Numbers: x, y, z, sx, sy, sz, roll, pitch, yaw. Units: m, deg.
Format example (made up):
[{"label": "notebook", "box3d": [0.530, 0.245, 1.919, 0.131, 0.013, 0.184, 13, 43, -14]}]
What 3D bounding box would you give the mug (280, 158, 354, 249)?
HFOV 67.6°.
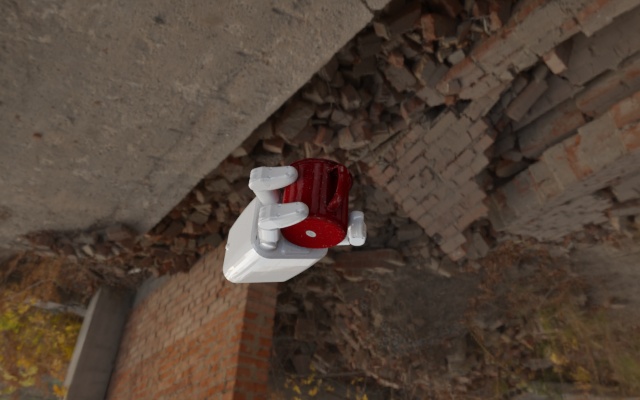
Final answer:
[{"label": "mug", "box3d": [0.001, 0.001, 0.581, 0.093, 0.081, 0.117, 21, -37, -25]}]
